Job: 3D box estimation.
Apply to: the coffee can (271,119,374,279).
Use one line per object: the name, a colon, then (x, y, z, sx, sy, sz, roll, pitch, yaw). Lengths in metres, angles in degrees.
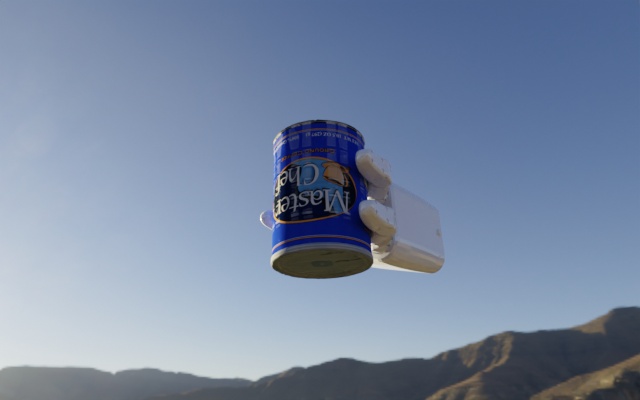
coffee can: (0.000, 0.002, 0.504, 0.103, 0.140, 0.103, -1, -24, -1)
